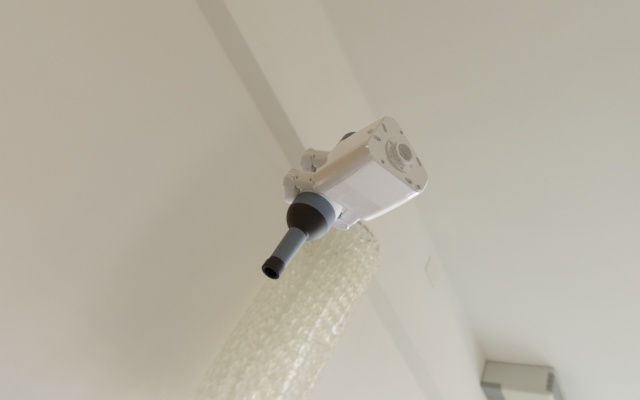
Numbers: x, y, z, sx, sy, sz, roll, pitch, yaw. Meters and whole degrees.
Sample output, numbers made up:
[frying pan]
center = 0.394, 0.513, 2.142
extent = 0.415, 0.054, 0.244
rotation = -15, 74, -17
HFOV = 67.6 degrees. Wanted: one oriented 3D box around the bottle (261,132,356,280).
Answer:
[bottle]
center = 0.000, 0.002, 0.706
extent = 0.069, 0.069, 0.295
rotation = 0, 38, 33
